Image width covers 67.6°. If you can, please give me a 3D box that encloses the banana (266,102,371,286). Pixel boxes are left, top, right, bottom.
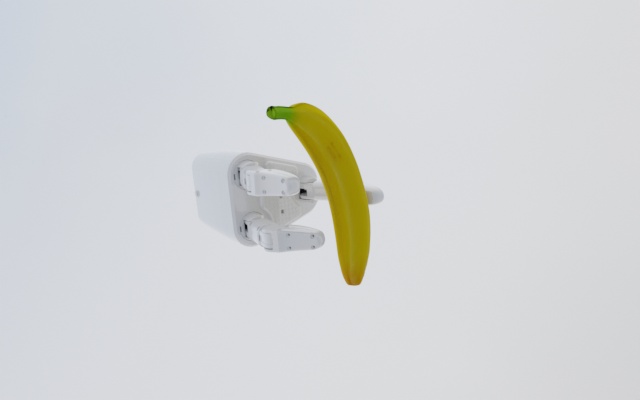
[{"bbox_3d":[0.011,-0.012,0.439,0.037,0.198,0.069,10,44,49],"label":"banana"}]
